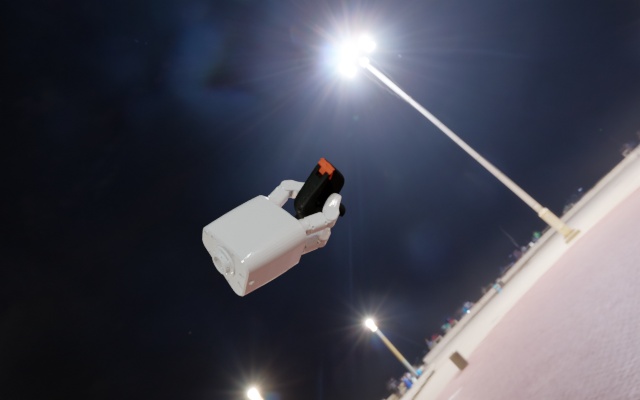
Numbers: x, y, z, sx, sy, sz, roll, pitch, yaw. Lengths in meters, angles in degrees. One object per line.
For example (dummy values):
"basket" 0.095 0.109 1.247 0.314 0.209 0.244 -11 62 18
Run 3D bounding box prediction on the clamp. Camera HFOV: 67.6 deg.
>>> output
"clamp" 0.000 0.002 0.779 0.164 0.036 0.210 -31 -23 -34
